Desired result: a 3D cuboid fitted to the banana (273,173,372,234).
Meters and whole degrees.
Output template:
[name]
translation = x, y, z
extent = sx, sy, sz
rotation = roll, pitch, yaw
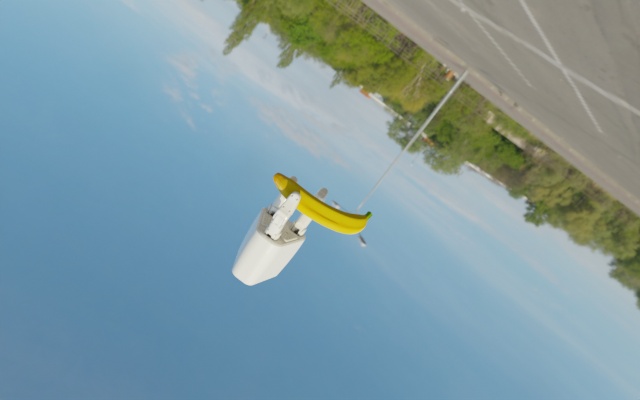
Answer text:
[banana]
translation = 0.004, 0.014, 0.827
extent = 0.198, 0.037, 0.069
rotation = 25, 28, -18
